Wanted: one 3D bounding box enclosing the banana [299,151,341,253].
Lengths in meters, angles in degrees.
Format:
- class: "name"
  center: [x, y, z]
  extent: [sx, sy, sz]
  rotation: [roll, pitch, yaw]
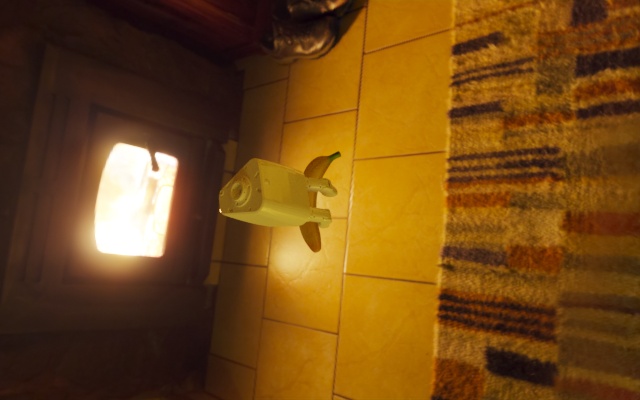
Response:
- class: "banana"
  center: [-0.014, -0.002, 0.908]
  extent: [0.069, 0.198, 0.037]
  rotation: [7, -7, 38]
